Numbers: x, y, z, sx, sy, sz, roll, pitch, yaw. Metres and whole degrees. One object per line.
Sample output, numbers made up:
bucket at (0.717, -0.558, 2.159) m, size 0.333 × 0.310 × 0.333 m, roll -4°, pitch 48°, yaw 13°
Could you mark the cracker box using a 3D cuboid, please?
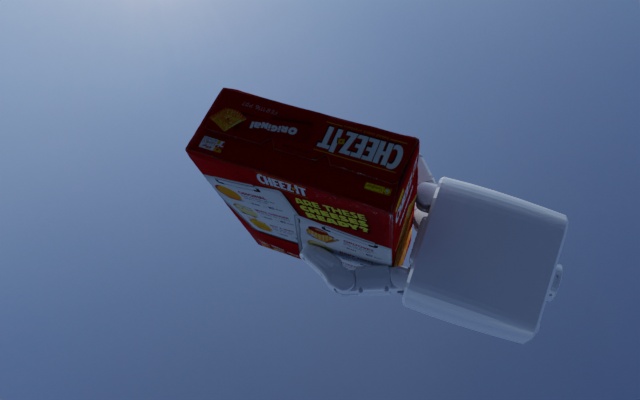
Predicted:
cracker box at (0.000, 0.002, 0.436) m, size 0.164 × 0.072 × 0.214 m, roll 17°, pitch -21°, yaw 16°
